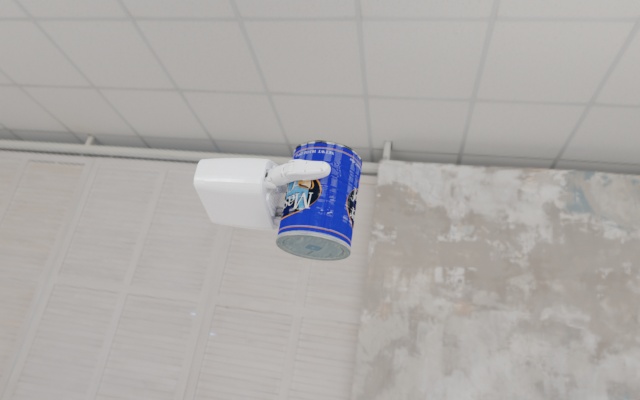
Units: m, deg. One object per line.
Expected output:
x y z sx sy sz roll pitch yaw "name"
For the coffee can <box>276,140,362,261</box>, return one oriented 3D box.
0.000 0.002 0.670 0.103 0.140 0.103 8 -23 3 "coffee can"
